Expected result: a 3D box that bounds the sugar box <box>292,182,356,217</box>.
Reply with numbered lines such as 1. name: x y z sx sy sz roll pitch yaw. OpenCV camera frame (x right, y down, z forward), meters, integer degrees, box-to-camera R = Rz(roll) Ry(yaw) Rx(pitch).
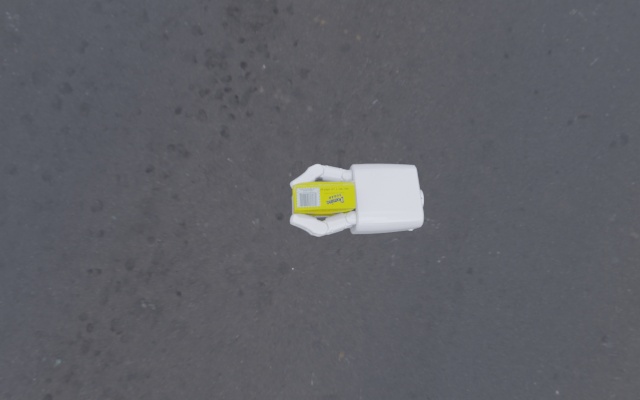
1. sugar box: 0.000 0.003 0.779 0.093 0.048 0.176 -1 -8 -3
